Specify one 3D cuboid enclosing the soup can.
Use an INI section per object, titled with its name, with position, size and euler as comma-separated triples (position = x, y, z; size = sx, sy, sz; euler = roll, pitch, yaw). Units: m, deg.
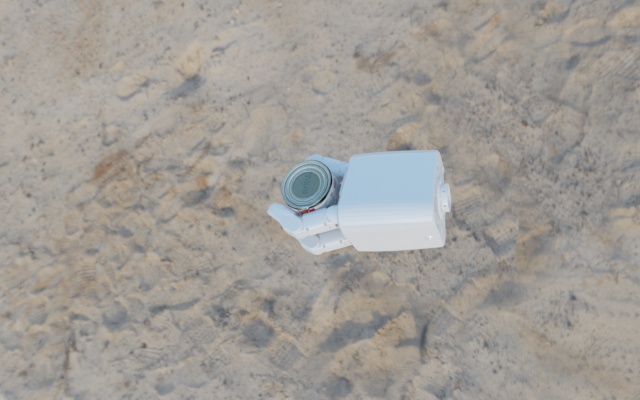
[soup can]
position = 0.000, 0.002, 0.603
size = 0.068, 0.068, 0.102
euler = 0, -25, 23
